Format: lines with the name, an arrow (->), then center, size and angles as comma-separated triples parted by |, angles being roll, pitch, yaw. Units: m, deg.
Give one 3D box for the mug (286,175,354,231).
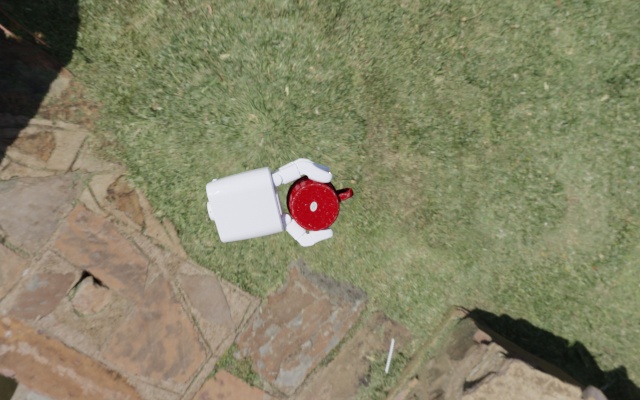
mug -> 0.002, 0.002, 0.811 | 0.117, 0.093, 0.081 | -15, 9, -2
